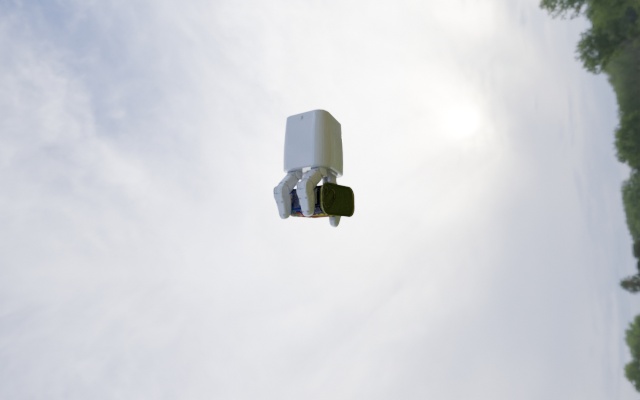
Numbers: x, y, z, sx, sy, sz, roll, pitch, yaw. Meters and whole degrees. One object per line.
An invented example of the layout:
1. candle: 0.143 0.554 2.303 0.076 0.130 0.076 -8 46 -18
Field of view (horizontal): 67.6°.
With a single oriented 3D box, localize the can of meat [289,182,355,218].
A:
1. can of meat: 0.000 0.003 0.865 0.084 0.057 0.102 -6 -8 36
